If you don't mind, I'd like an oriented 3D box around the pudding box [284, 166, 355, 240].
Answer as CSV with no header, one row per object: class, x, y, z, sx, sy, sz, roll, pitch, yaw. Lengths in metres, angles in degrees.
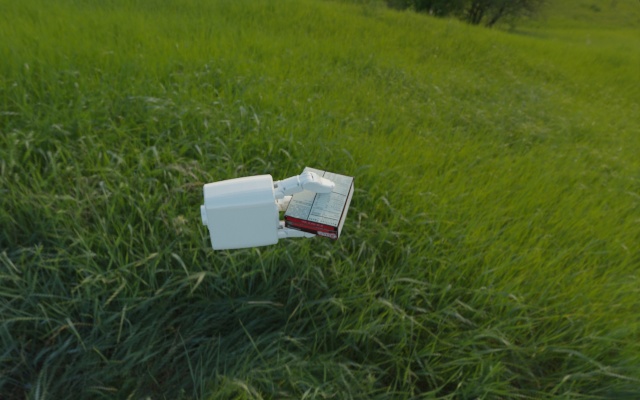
pudding box,0.000,0.002,0.775,0.090,0.113,0.039,14,-36,9
